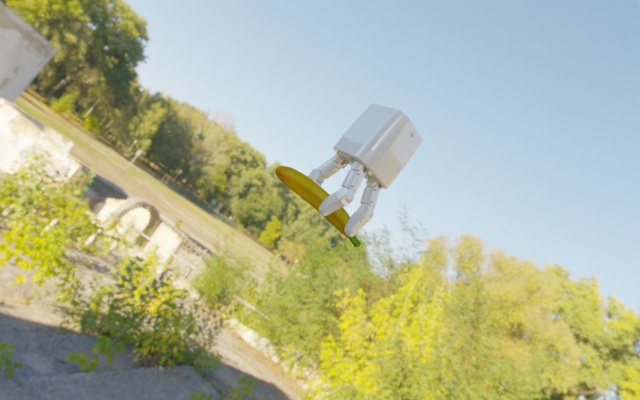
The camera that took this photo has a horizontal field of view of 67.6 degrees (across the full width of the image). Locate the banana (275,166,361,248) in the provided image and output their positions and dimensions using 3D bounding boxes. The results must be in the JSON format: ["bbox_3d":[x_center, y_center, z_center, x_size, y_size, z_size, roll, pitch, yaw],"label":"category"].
[{"bbox_3d":[-0.002,-0.001,0.797,0.198,0.037,0.069,41,3,-22],"label":"banana"}]
